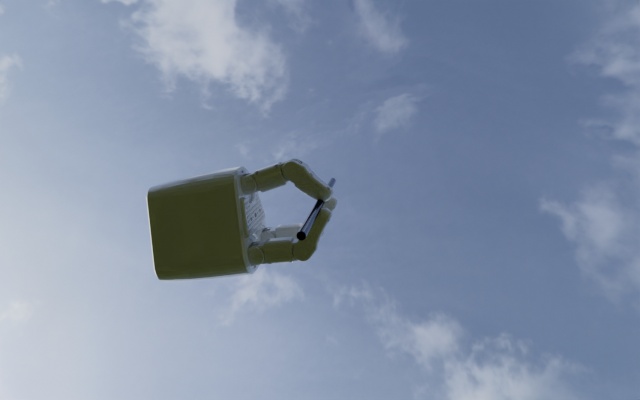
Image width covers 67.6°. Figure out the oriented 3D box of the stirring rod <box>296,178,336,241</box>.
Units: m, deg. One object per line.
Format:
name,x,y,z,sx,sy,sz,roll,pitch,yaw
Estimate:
stirring rod,0.000,0.002,0.504,0.011,0.011,0.239,0,13,8
